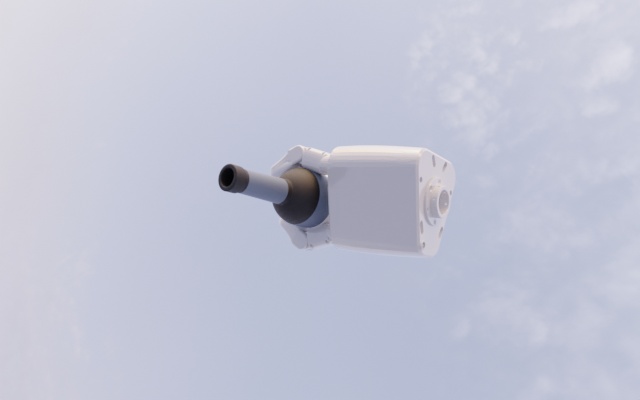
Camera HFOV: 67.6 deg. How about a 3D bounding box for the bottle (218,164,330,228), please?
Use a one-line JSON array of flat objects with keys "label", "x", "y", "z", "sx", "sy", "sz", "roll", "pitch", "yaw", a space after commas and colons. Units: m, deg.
[{"label": "bottle", "x": 0.000, "y": 0.002, "z": 0.572, "sx": 0.069, "sy": 0.069, "sz": 0.296, "roll": 0, "pitch": -9, "yaw": 38}]
